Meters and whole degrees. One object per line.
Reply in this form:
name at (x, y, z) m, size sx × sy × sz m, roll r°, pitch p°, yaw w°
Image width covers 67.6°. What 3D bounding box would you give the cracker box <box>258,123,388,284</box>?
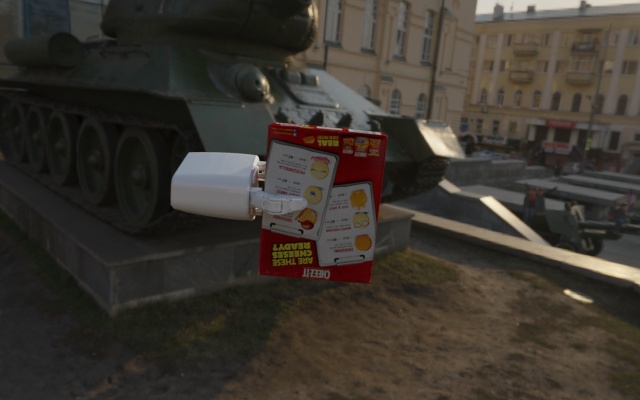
cracker box at (0.000, 0.002, 0.687) m, size 0.164 × 0.214 × 0.072 m, roll 5°, pitch 12°, yaw -1°
